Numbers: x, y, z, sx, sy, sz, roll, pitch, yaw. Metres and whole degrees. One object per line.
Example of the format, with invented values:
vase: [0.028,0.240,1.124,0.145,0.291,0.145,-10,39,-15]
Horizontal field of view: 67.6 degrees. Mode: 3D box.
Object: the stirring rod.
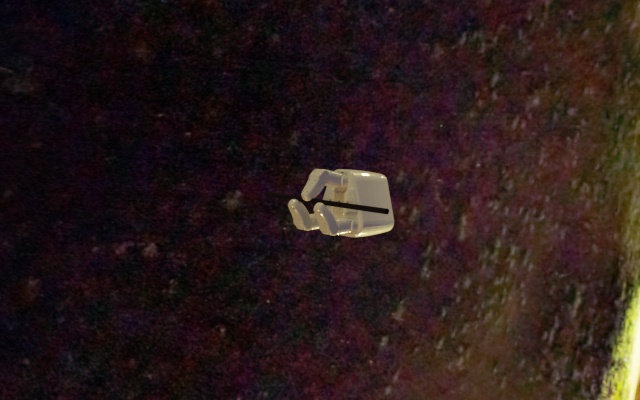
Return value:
stirring rod: [0.000,0.002,0.725,0.239,0.011,0.011,8,5,40]
